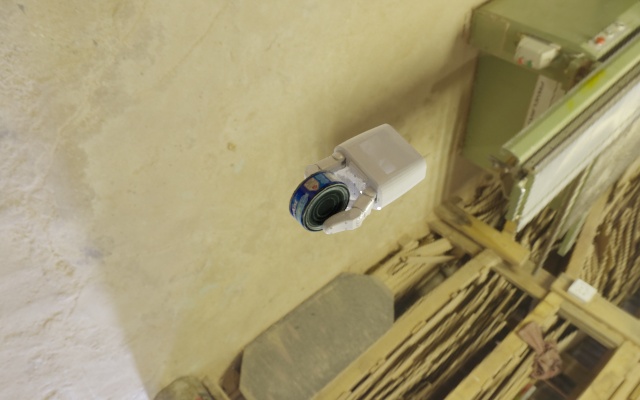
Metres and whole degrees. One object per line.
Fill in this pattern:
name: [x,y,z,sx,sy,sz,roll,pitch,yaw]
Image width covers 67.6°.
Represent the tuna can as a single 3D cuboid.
tuna can: [0.000,0.003,0.672,0.086,0.086,0.033,0,35,-46]
